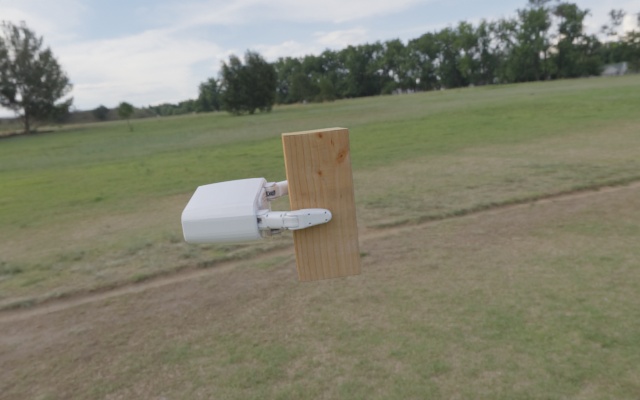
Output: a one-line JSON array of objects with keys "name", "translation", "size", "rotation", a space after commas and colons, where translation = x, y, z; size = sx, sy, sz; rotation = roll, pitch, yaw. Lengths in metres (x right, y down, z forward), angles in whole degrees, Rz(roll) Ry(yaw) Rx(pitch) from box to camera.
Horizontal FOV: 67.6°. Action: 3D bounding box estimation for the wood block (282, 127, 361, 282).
[{"name": "wood block", "translation": [0.000, 0.002, 0.696], "size": [0.090, 0.206, 0.091], "rotation": [-7, 11, -5]}]
